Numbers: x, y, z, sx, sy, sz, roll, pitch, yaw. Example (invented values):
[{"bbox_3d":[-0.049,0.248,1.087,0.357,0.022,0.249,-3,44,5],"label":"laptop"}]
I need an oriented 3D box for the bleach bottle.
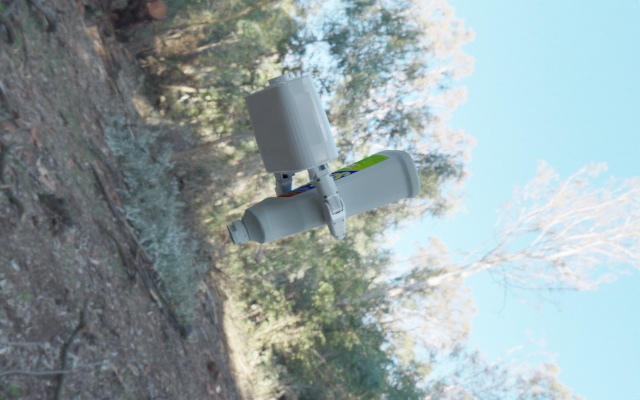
[{"bbox_3d":[0.000,0.002,0.638,0.251,0.068,0.102,-21,14,-15],"label":"bleach bottle"}]
